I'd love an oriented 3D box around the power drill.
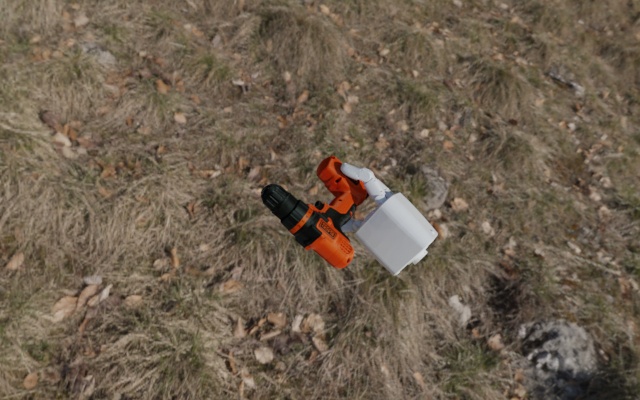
[{"bbox_3d":[0.001,0.003,0.820,0.057,0.184,0.187,-37,15,41],"label":"power drill"}]
